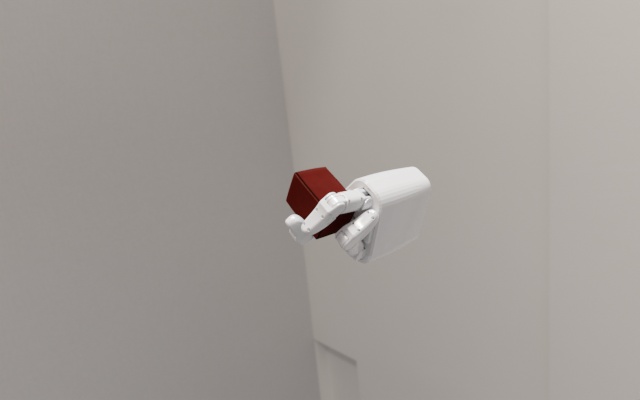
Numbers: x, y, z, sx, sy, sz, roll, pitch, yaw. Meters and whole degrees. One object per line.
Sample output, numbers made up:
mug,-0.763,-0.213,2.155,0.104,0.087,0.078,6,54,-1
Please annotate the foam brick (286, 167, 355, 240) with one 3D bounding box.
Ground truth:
foam brick,0.000,0.002,0.625,0.051,0.053,0.078,-17,55,-36
